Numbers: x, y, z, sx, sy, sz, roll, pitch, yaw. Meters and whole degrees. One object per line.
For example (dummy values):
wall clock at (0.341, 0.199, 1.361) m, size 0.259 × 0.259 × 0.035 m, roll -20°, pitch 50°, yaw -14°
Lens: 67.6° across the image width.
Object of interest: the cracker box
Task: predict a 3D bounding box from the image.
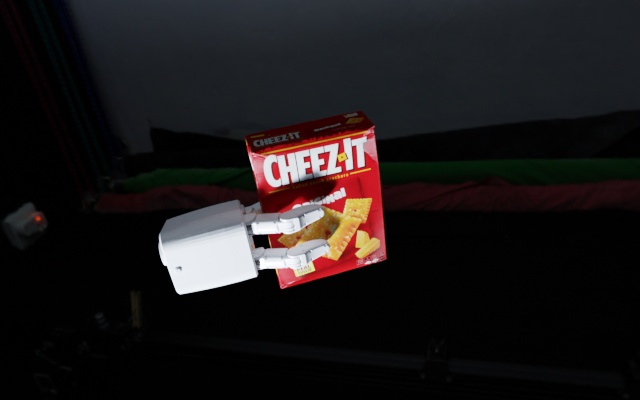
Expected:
cracker box at (0.000, 0.002, 0.659) m, size 0.164 × 0.214 × 0.072 m, roll -14°, pitch 29°, yaw -8°
